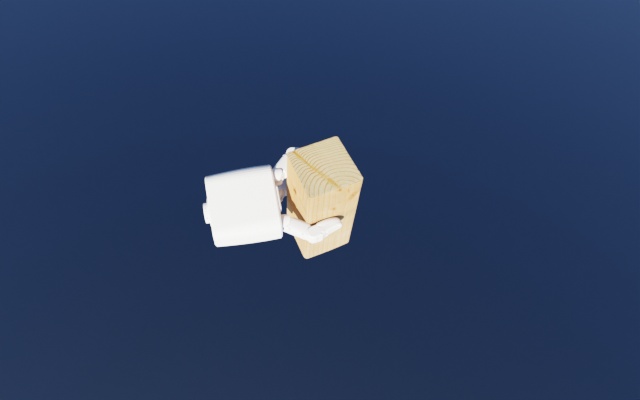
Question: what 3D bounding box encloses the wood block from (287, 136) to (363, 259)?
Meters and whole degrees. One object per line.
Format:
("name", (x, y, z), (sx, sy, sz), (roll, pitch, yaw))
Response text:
("wood block", (0.000, 0.003, 0.797), (0.090, 0.090, 0.206), (-20, -28, -15))
